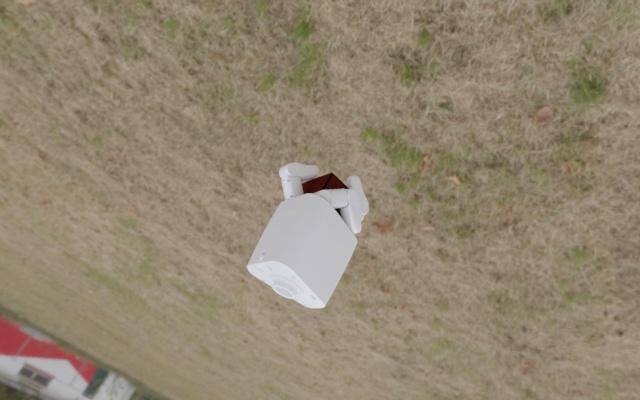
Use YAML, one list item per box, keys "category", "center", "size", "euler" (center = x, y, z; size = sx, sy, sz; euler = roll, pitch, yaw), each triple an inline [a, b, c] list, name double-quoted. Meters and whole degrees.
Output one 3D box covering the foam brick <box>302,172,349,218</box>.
- category: "foam brick"
  center: [0.000, 0.002, 0.685]
  size: [0.053, 0.051, 0.078]
  euler: [43, -32, -21]
